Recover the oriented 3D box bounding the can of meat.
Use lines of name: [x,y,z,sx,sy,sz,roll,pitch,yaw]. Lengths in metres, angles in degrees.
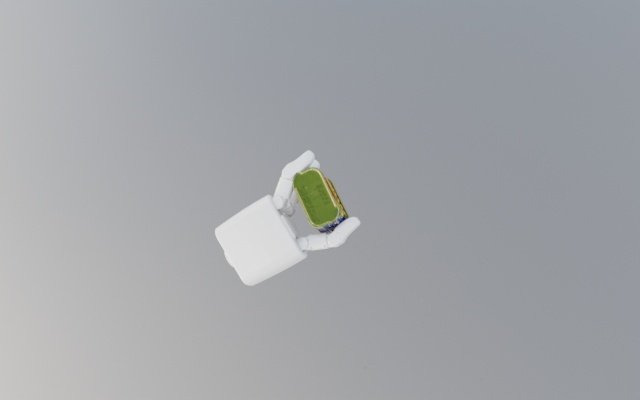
can of meat: [0.000,0.003,0.773,0.057,0.102,0.084,-27,-16,6]
